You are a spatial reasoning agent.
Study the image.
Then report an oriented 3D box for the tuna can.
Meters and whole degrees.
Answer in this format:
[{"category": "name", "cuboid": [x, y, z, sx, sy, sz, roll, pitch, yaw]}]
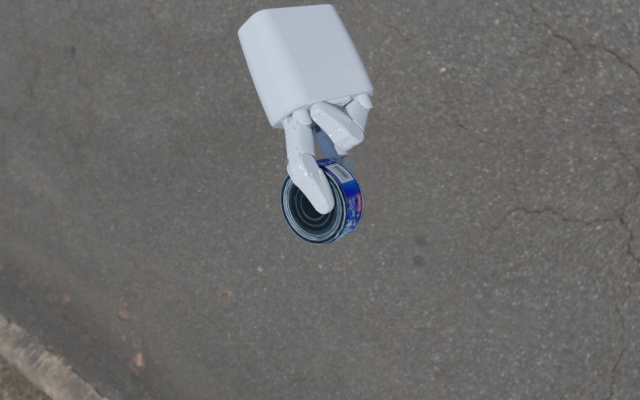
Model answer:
[{"category": "tuna can", "cuboid": [0.000, 0.002, 0.491, 0.086, 0.086, 0.033, 0, 12, 37]}]
